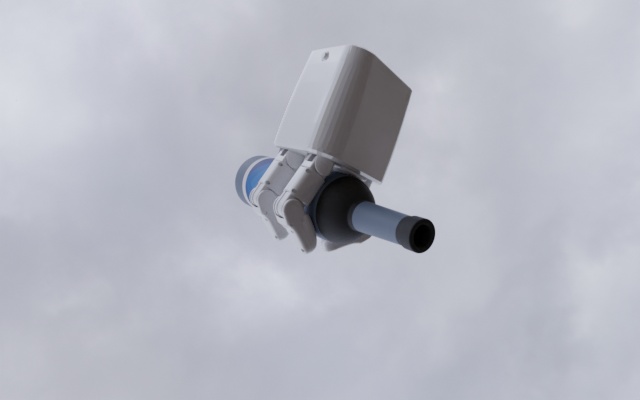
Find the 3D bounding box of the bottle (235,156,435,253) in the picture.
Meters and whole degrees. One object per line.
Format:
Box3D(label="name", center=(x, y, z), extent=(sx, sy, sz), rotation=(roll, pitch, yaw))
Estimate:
Box3D(label="bottle", center=(0.000, 0.002, 0.484), extent=(0.069, 0.069, 0.295), rotation=(0, 10, -32))
